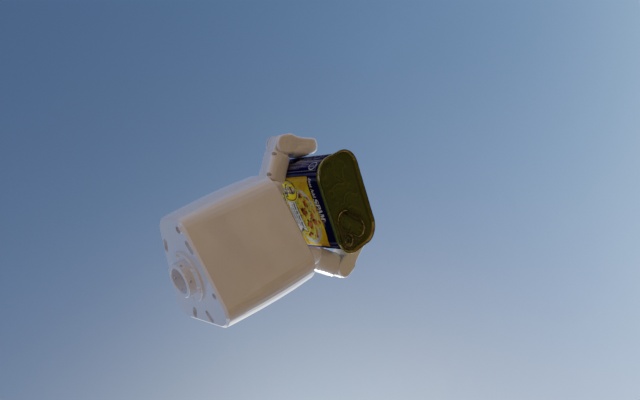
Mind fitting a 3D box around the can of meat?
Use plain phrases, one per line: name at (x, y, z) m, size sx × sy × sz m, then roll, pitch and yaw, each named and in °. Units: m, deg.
can of meat at (0.000, 0.002, 0.505) m, size 0.084 × 0.102 × 0.057 m, roll -1°, pitch 23°, yaw 47°
